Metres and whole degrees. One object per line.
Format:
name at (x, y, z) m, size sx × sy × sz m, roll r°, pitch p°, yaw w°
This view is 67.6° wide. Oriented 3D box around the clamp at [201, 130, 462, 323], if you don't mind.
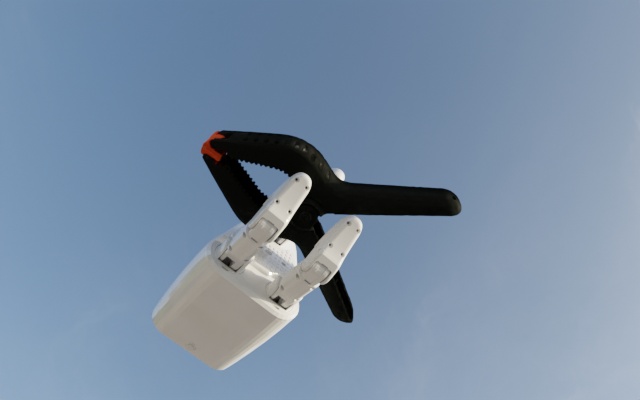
clamp at (0.000, 0.001, 0.407) m, size 0.210 × 0.164 × 0.036 m, roll 40°, pitch 25°, yaw -12°
